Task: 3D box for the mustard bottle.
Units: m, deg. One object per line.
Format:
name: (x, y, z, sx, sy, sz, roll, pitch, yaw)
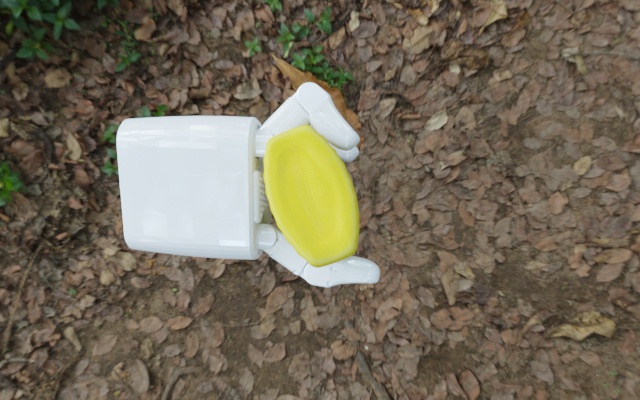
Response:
mustard bottle: (0.000, 0.001, 0.408, 0.058, 0.096, 0.191, -22, -4, 3)
